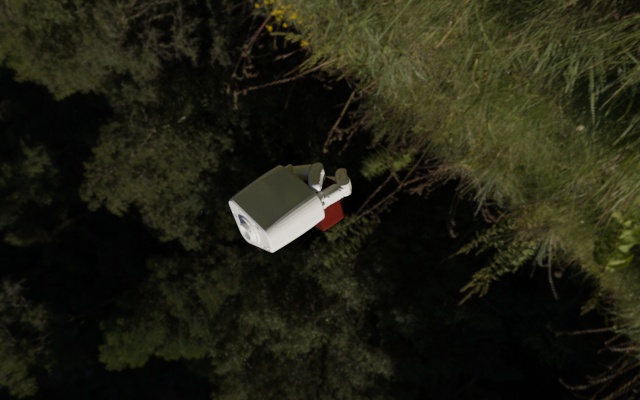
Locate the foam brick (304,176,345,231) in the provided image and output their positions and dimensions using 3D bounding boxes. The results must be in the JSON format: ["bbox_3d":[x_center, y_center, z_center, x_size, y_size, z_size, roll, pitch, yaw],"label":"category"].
[{"bbox_3d":[0.000,0.003,0.816,0.051,0.078,0.053,-36,41,-25],"label":"foam brick"}]
